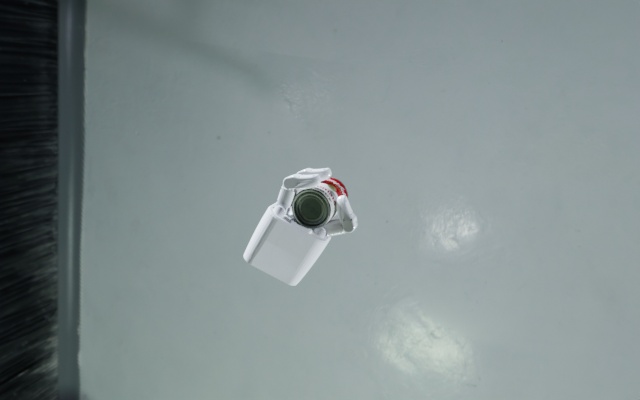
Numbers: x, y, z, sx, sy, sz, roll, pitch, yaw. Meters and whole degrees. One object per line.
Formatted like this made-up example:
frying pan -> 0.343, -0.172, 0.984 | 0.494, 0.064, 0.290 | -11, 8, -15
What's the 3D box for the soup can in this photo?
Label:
soup can -> 0.000, 0.002, 0.801 | 0.068, 0.068, 0.102 | 0, 13, 19
